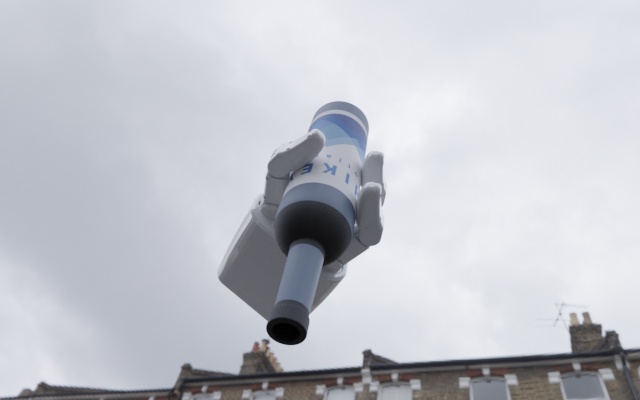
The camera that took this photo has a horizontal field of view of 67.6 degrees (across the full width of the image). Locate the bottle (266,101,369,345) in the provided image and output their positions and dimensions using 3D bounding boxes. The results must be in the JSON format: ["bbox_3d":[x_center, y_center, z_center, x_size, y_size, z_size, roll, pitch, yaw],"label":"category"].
[{"bbox_3d":[0.000,0.001,0.429,0.069,0.069,0.295,0,35,11],"label":"bottle"}]
